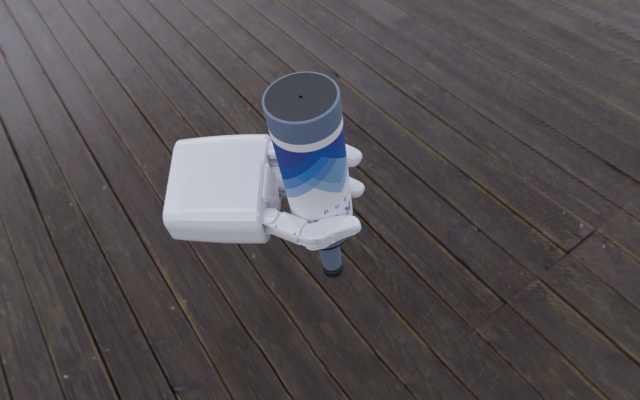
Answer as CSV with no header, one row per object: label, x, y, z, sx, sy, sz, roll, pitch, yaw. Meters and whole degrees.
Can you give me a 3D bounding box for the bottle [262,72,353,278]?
bottle,0.000,0.002,0.515,0.069,0.069,0.296,0,-37,8
